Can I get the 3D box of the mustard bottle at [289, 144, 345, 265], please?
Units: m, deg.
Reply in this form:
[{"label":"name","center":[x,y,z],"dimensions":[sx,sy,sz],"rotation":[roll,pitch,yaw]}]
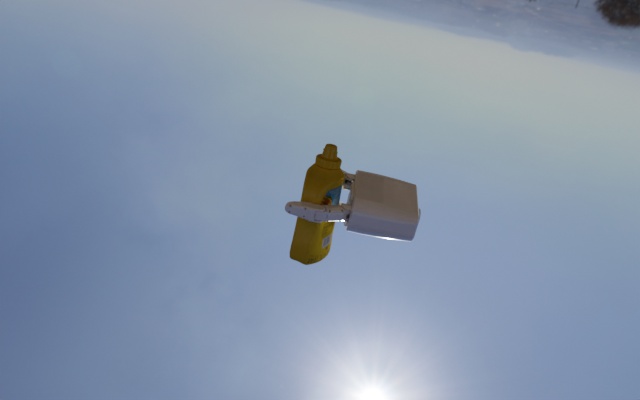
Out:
[{"label":"mustard bottle","center":[0.000,0.003,0.769],"dimensions":[0.058,0.192,0.096],"rotation":[21,23,22]}]
